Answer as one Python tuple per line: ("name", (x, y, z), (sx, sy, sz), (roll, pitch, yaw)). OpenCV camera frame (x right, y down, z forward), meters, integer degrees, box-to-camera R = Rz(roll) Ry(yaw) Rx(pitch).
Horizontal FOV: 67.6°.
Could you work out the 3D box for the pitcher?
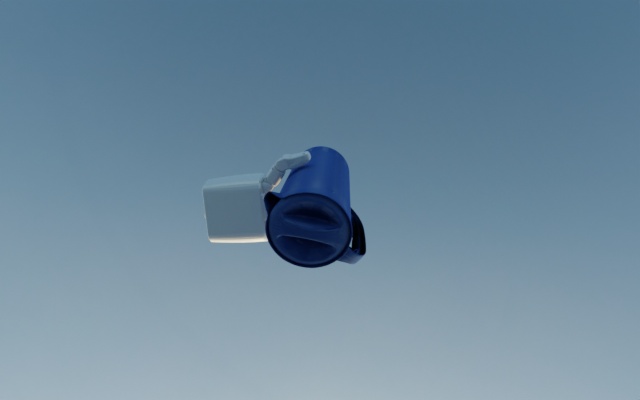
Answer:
("pitcher", (0.000, 0.003, 0.823), (0.145, 0.149, 0.242), (-6, 26, 9))
